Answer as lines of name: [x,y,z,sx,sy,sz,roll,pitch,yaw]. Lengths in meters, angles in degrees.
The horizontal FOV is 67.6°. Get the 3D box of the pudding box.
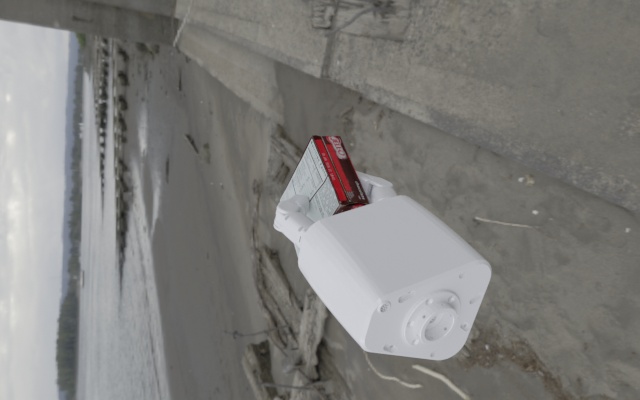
pudding box: [0.000,0.002,0.497,0.039,0.090,0.114,0,-36,-29]
